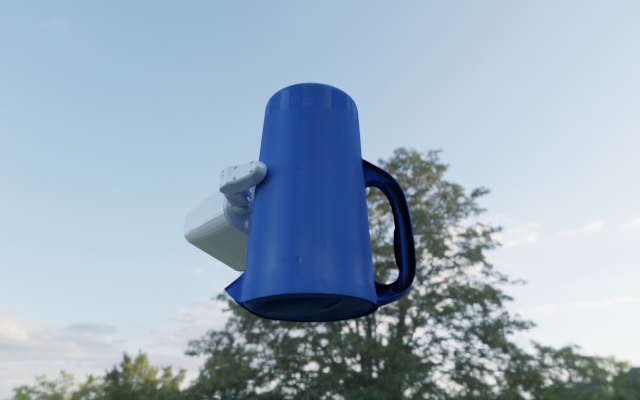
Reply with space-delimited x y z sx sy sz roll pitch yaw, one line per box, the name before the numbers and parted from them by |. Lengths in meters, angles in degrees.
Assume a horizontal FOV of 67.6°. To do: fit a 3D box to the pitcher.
pitcher | 0.000 0.002 0.506 0.149 0.242 0.145 20 -31 -37
